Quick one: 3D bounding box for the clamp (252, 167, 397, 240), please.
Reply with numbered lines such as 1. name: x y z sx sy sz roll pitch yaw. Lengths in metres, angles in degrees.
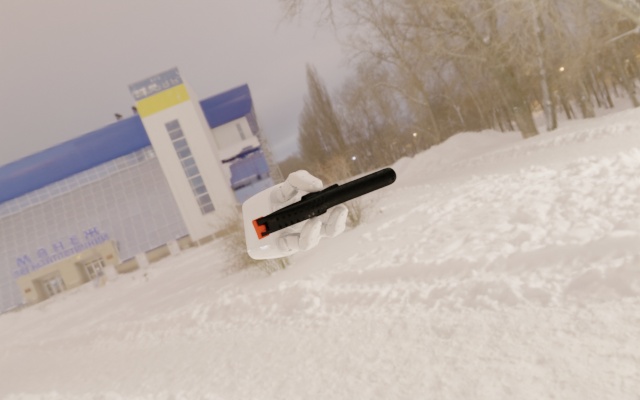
1. clamp: -0.001 0.002 0.696 0.210 0.036 0.164 -24 4 -37
